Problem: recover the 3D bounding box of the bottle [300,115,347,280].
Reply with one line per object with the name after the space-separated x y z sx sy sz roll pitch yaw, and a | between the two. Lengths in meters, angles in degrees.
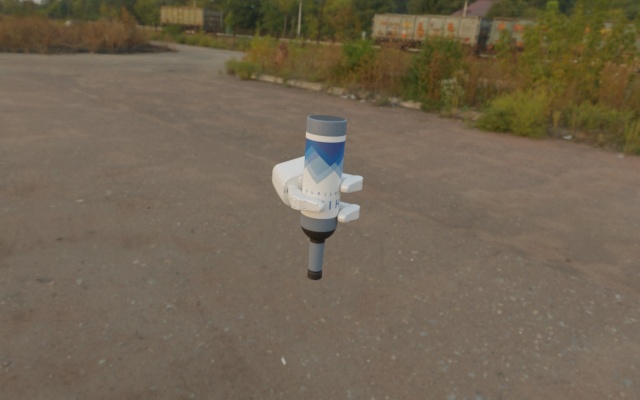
0.000 0.003 0.839 0.069 0.296 0.069 4 19 -1 | bottle
